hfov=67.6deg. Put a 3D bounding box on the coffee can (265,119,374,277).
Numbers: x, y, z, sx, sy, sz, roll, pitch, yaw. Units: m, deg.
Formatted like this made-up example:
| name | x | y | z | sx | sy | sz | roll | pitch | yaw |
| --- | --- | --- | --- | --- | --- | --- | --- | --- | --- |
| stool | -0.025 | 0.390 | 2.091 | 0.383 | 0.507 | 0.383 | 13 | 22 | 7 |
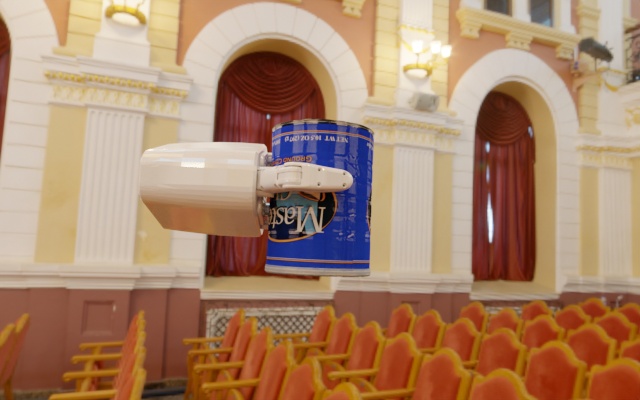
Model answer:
| name | x | y | z | sx | sy | sz | roll | pitch | yaw |
| --- | --- | --- | --- | --- | --- | --- | --- | --- | --- |
| coffee can | 0.000 | 0.002 | 0.471 | 0.103 | 0.140 | 0.103 | 2 | -6 | 0 |
